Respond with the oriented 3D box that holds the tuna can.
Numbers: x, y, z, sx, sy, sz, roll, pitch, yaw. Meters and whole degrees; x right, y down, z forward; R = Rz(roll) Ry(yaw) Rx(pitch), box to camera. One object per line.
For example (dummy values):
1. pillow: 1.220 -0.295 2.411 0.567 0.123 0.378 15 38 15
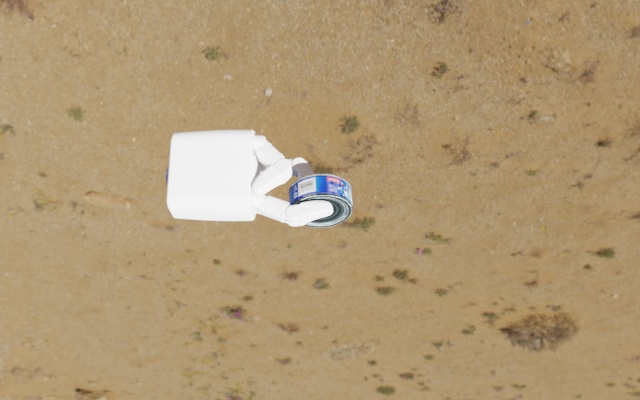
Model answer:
1. tuna can: 0.000 0.003 0.639 0.086 0.033 0.086 -2 -33 -2
